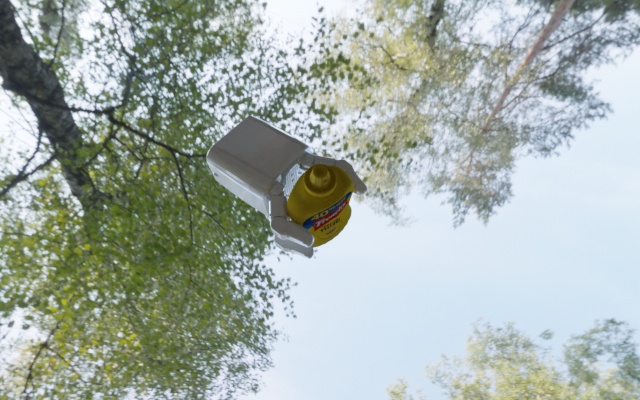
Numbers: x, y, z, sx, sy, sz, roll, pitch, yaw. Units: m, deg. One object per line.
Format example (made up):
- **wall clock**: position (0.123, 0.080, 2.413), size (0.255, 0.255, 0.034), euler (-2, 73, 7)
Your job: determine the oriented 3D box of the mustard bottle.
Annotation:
- **mustard bottle**: position (0.000, 0.002, 0.647), size (0.096, 0.058, 0.192), euler (-31, -20, -12)
